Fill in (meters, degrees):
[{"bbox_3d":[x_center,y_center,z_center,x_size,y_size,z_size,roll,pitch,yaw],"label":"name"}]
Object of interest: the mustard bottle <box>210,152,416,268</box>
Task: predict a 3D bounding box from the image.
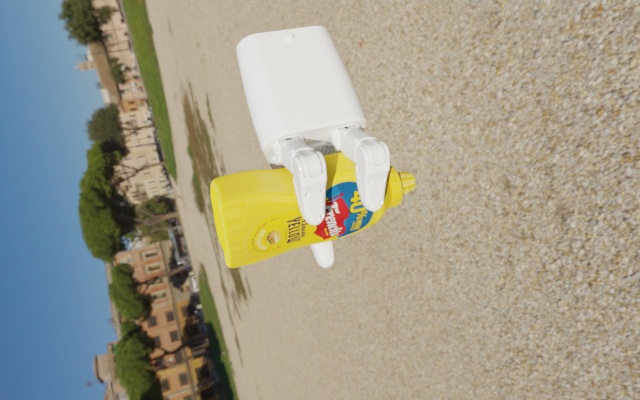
[{"bbox_3d":[0.000,0.002,0.442,0.191,0.058,0.096,-14,-41,-17],"label":"mustard bottle"}]
